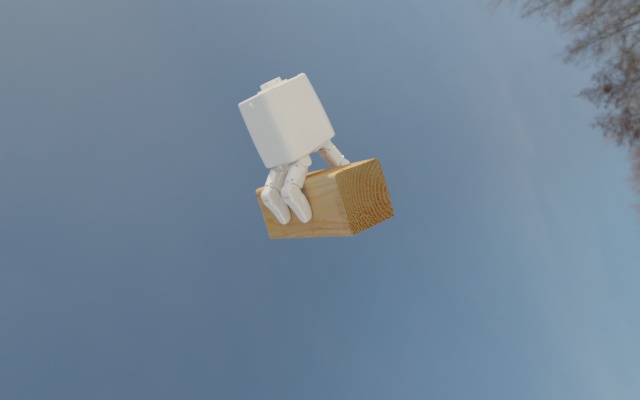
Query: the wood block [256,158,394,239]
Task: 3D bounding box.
[{"bbox_3d":[0.000,0.002,0.736,0.091,0.090,0.206,-22,9,-37],"label":"wood block"}]
